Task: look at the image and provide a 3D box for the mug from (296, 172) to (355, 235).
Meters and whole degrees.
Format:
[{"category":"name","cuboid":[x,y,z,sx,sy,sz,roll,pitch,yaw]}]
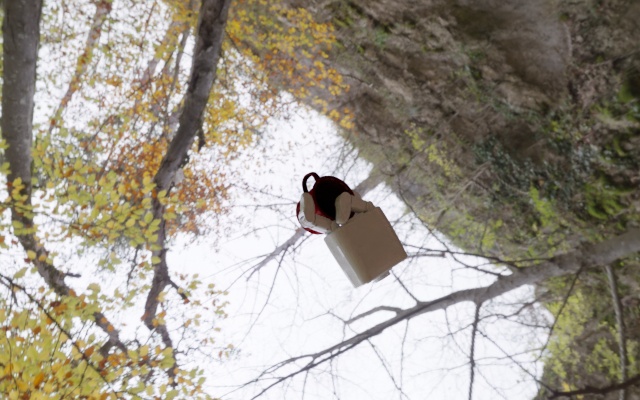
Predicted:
[{"category":"mug","cuboid":[-0.001,0.002,0.881,0.093,0.117,0.081,-24,-11,-40]}]
